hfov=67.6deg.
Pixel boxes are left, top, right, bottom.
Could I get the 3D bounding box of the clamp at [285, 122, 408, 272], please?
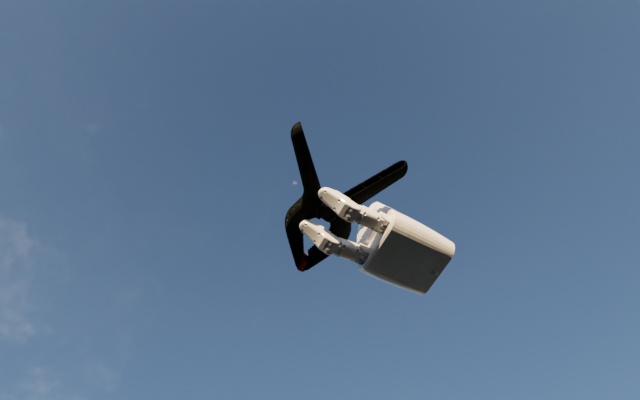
[{"bbox_3d":[0.000,0.002,0.660,0.164,0.210,0.036,26,20,-13],"label":"clamp"}]
